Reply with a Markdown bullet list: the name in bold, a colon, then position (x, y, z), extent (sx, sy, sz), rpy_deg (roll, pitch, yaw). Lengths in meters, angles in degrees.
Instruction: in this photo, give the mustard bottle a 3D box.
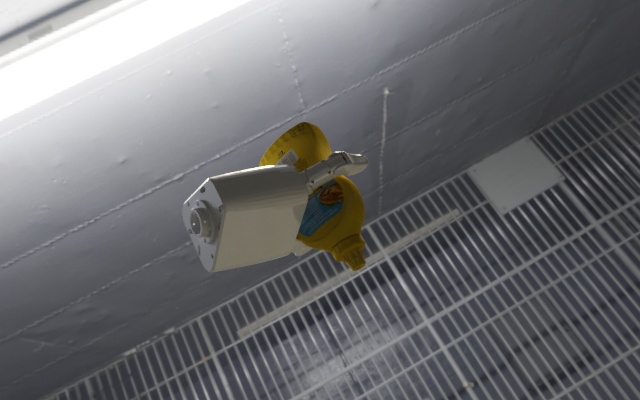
- **mustard bottle**: position (0.000, 0.002, 0.592), extent (0.096, 0.191, 0.058), rpy_deg (-40, -25, 22)
